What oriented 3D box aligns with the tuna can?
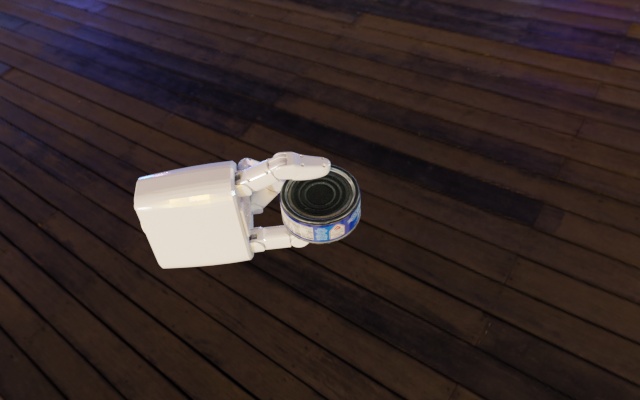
[{"bbox_3d":[0.000,0.001,0.505,0.086,0.086,0.034,0,-40,3],"label":"tuna can"}]
